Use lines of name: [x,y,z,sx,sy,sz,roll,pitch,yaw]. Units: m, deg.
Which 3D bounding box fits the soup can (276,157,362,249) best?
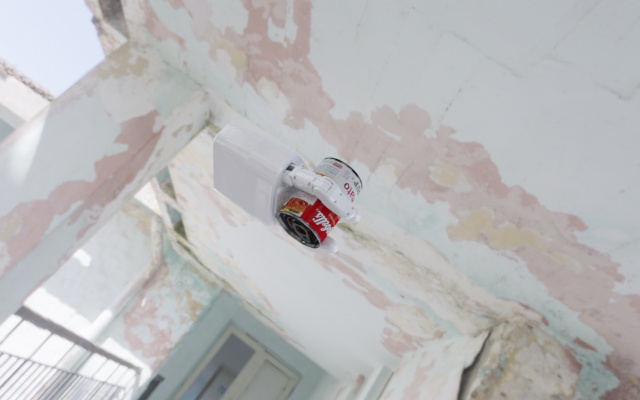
soup can: [0.001,0.002,0.617,0.068,0.102,0.068,31,-25,16]
